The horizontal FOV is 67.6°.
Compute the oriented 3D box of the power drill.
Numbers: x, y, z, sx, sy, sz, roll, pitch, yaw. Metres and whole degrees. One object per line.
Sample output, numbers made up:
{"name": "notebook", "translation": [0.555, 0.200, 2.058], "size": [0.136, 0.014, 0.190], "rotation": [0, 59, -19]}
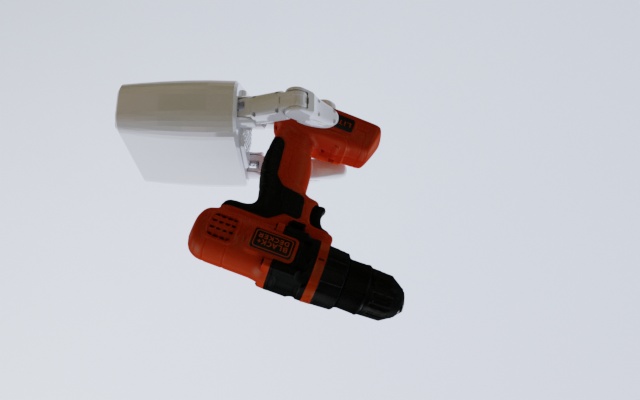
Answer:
{"name": "power drill", "translation": [0.000, 0.001, 0.431], "size": [0.184, 0.187, 0.057], "rotation": [21, -36, -3]}
